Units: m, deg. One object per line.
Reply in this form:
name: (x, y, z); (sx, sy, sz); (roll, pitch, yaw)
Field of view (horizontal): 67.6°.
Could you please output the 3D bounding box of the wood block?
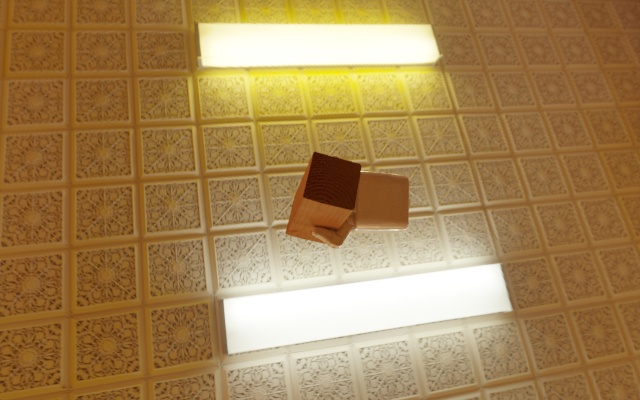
wood block: (0.000, 0.003, 0.891); (0.090, 0.090, 0.206); (14, -24, -7)
